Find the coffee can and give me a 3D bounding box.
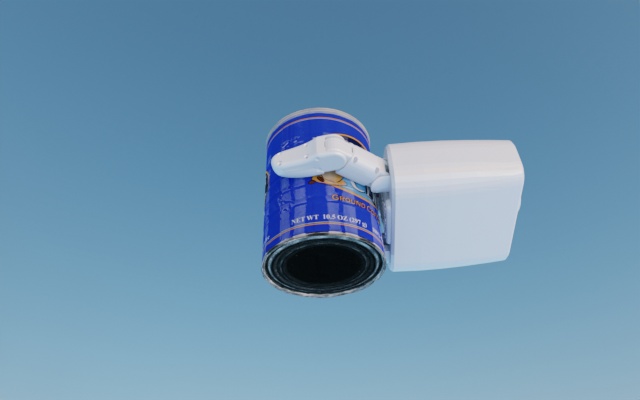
[{"bbox_3d":[0.000,0.001,0.431,0.103,0.140,0.103,-2,-38,-1],"label":"coffee can"}]
